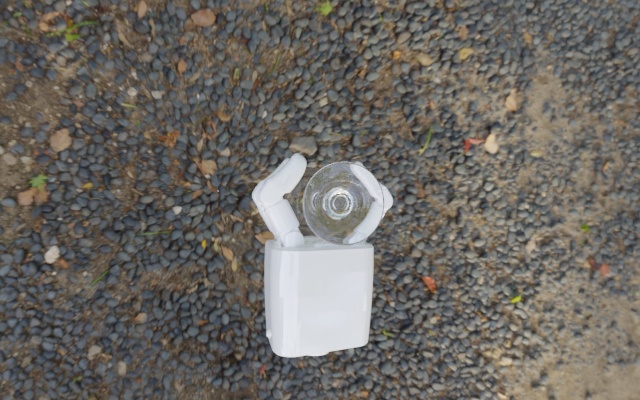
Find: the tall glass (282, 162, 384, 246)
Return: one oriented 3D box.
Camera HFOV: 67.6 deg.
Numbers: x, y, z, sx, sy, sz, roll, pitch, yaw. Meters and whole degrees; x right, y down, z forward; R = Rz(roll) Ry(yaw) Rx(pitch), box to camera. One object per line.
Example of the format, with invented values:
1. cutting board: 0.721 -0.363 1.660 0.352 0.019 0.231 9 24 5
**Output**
1. tall glass: 0.000 0.002 0.515 0.079 0.079 0.201 0 1 -12
